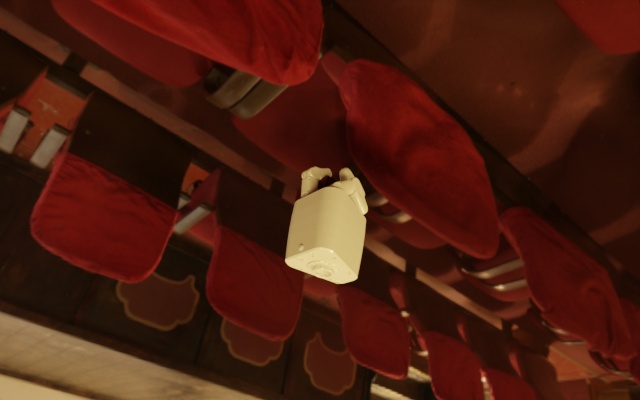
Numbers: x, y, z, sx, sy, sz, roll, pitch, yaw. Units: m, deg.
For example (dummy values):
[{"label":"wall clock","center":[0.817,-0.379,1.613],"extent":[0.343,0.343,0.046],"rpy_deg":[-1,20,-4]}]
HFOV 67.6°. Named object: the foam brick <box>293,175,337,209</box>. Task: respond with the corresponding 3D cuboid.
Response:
[{"label":"foam brick","center":[0.000,0.003,0.799],"extent":[0.053,0.051,0.078],"rpy_deg":[33,-40,-32]}]
